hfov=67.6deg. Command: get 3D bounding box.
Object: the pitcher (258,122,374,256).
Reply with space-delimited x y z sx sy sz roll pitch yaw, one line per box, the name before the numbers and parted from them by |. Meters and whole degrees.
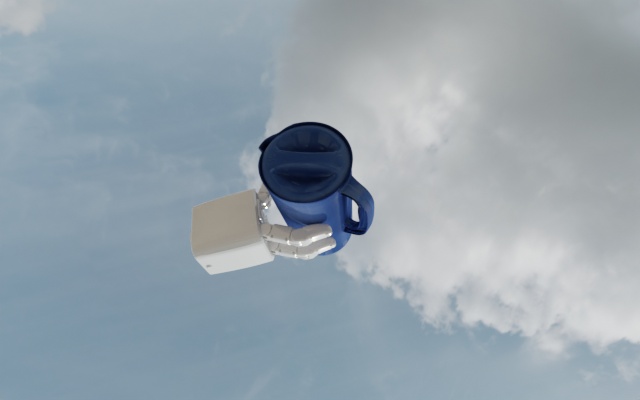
pitcher | 0.000 0.002 0.756 0.145 0.149 0.243 -14 -28 0
